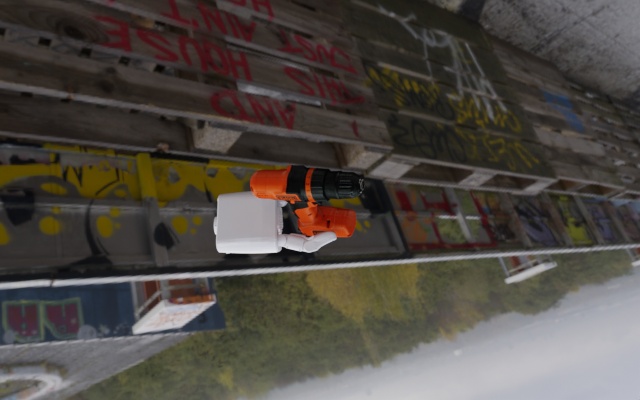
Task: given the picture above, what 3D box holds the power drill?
[{"bbox_3d":[0.000,0.003,0.792,0.184,0.057,0.188,3,-25,22],"label":"power drill"}]
